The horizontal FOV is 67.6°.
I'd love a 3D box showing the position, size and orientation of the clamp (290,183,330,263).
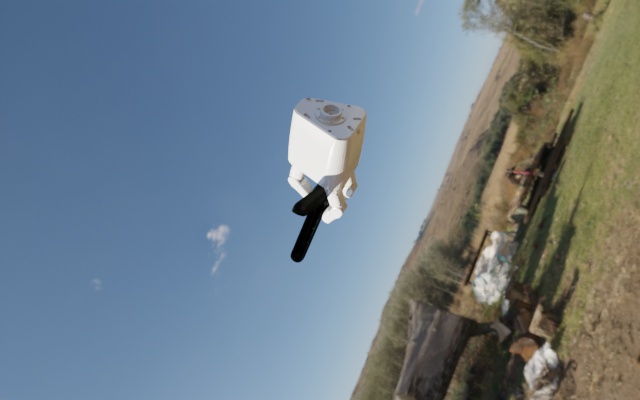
[{"bbox_3d":[0.000,0.002,0.849,0.036,0.165,0.210,24,50,11],"label":"clamp"}]
